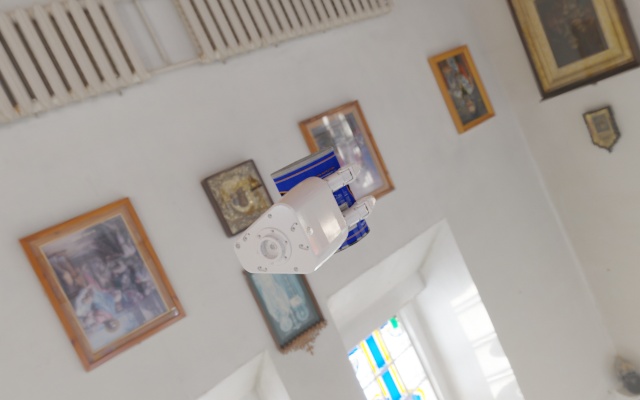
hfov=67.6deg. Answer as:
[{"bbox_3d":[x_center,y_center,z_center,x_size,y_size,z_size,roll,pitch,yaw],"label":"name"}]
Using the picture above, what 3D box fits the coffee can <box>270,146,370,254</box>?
[{"bbox_3d":[0.000,0.002,0.722,0.103,0.140,0.103,-25,8,4],"label":"coffee can"}]
